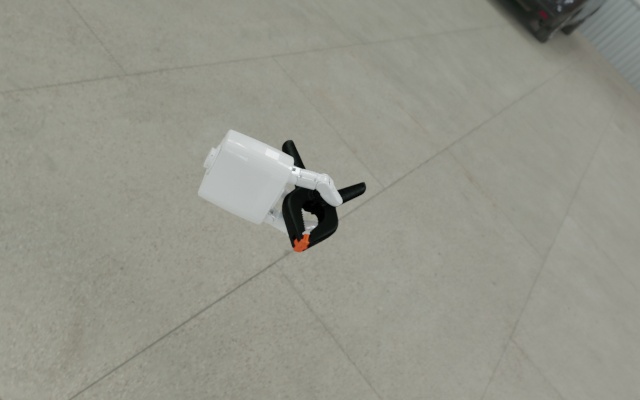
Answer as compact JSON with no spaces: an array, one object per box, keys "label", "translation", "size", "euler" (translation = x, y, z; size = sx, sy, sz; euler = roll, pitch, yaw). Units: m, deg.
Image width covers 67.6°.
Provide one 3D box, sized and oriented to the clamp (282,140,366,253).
[{"label":"clamp","translation":[0.000,0.002,0.765],"size":[0.164,0.209,0.036],"euler":[24,-47,-16]}]
